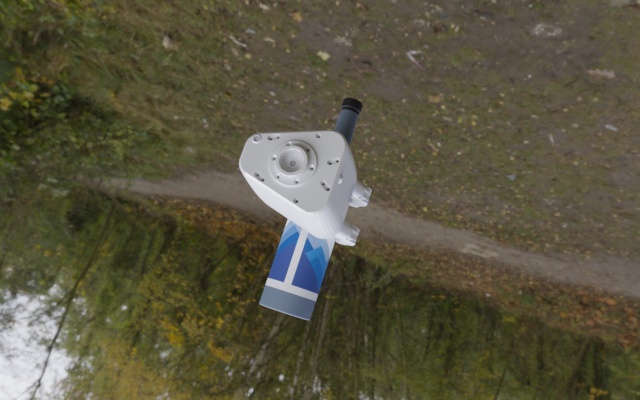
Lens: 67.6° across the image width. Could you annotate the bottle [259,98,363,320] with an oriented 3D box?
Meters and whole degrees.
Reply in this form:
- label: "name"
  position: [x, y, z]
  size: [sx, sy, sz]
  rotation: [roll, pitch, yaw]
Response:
- label: "bottle"
  position: [0.000, 0.002, 0.623]
  size: [0.069, 0.295, 0.069]
  rotation: [17, -12, 4]
